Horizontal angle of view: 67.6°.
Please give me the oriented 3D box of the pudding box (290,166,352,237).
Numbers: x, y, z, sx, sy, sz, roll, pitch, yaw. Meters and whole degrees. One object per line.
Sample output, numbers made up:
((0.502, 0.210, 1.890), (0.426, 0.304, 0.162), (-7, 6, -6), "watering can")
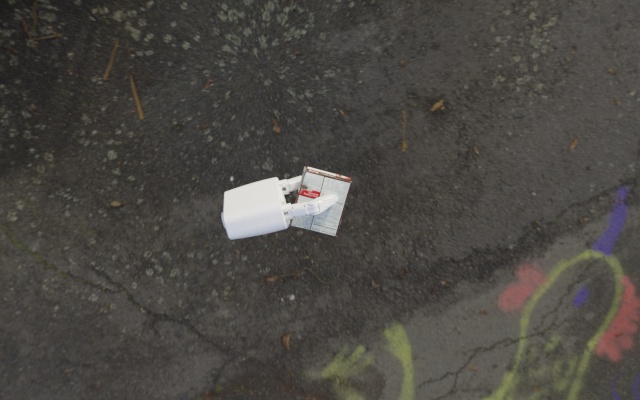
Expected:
((0.000, 0.003, 0.881), (0.090, 0.113, 0.039), (14, 16, -6), "pudding box")
